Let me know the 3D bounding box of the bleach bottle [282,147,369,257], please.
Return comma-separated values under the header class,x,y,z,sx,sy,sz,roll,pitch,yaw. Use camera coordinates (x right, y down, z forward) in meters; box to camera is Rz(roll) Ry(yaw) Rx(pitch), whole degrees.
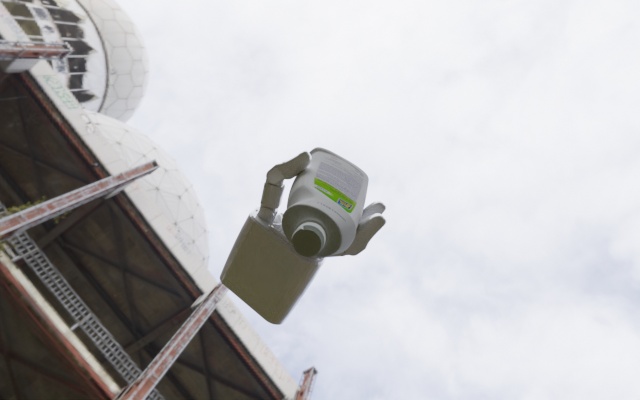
class,x,y,z,sx,sy,sz,roll,pitch,yaw
bleach bottle,0.000,0.002,0.564,0.102,0.068,0.250,28,18,1
